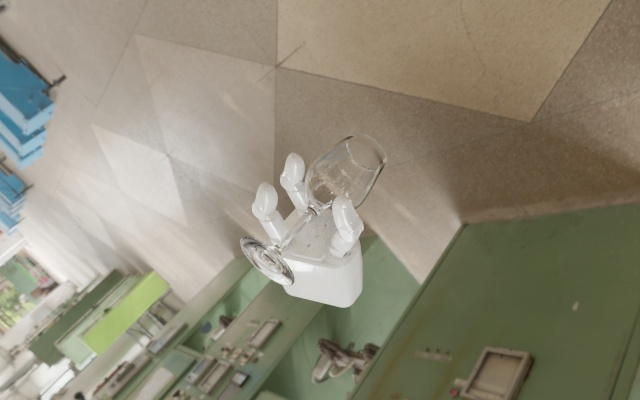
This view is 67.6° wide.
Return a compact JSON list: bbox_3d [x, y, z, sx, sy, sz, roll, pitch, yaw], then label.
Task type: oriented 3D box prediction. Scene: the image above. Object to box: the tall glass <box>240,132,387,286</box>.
[{"bbox_3d":[0.000,0.002,0.561,0.079,0.079,0.201,0,41,50],"label":"tall glass"}]
